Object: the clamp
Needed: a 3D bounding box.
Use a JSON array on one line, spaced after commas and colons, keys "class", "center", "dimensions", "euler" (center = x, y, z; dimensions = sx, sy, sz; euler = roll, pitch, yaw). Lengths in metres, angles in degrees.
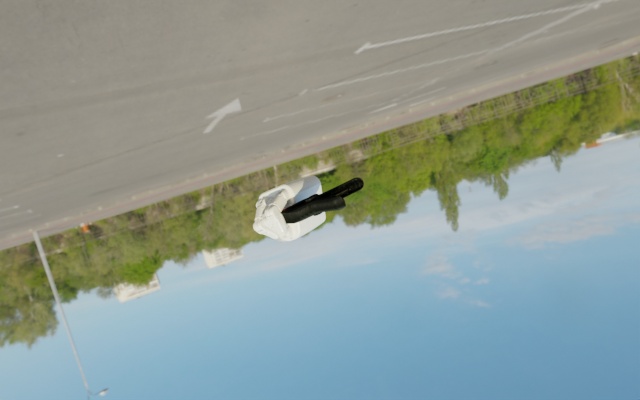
[{"class": "clamp", "center": [0.000, 0.004, 0.889], "dimensions": [0.171, 0.039, 0.120], "euler": [-16, 8, 36]}]
